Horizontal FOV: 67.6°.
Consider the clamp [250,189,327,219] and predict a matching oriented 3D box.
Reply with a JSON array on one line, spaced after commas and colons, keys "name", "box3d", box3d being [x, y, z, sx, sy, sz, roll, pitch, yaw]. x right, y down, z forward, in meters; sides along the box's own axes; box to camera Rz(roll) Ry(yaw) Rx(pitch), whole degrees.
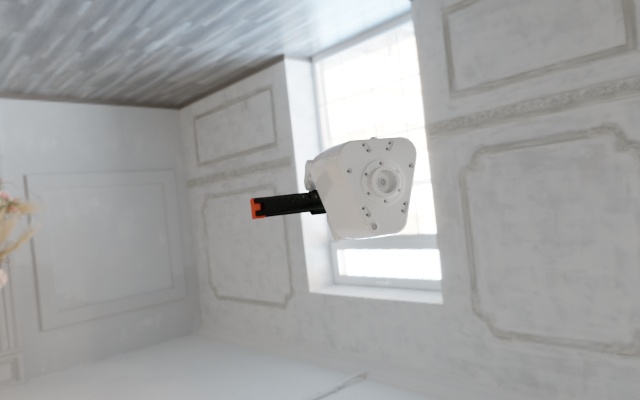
[{"name": "clamp", "box3d": [0.000, 0.003, 0.699, 0.210, 0.036, 0.164, -6, -3, -16]}]
